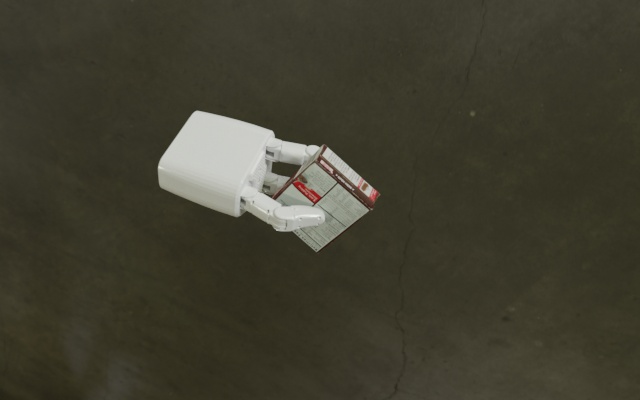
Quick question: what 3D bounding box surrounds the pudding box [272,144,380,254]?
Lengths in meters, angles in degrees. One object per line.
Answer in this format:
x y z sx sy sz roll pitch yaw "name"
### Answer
0.000 0.002 0.573 0.113 0.090 0.039 -41 13 40 "pudding box"
